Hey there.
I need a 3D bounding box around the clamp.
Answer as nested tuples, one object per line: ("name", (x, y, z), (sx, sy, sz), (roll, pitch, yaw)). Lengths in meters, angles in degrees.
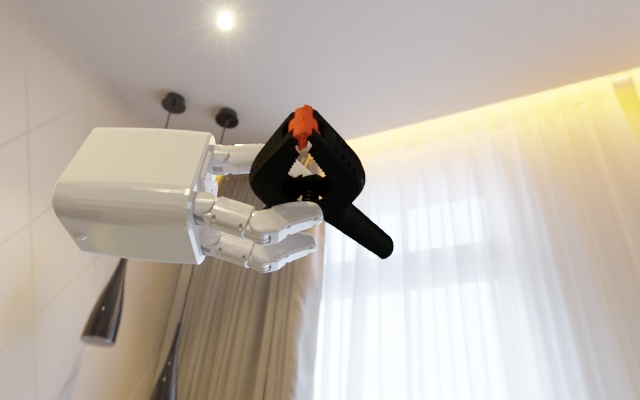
("clamp", (0.000, 0.000, 0.420), (0.164, 0.036, 0.210), (3, -33, -5))
